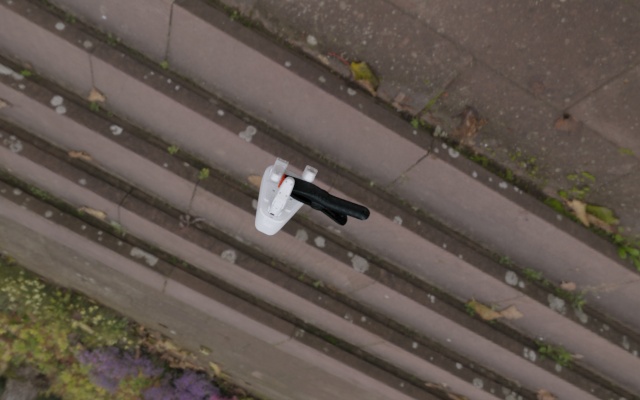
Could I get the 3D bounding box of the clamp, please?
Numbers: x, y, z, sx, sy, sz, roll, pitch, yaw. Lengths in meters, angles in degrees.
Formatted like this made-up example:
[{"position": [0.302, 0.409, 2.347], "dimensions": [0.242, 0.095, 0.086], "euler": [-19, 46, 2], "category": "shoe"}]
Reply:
[{"position": [0.000, 0.003, 0.894], "dimensions": [0.171, 0.039, 0.120], "euler": [27, -22, -5], "category": "clamp"}]
